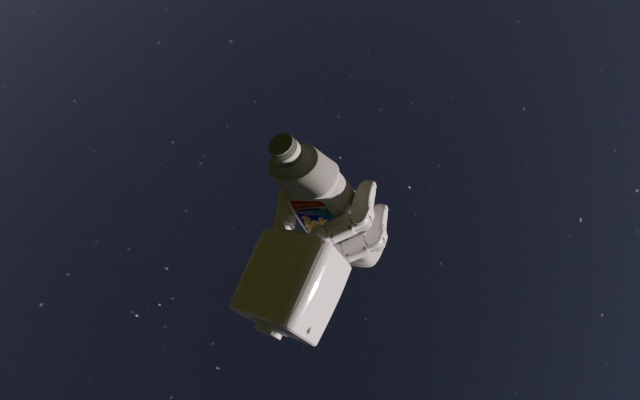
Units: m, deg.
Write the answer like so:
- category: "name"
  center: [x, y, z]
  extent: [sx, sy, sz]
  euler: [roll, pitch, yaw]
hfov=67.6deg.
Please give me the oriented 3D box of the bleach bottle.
- category: "bleach bottle"
  center: [0.000, 0.002, 0.588]
  extent: [0.102, 0.068, 0.251]
  euler: [12, -23, 31]
